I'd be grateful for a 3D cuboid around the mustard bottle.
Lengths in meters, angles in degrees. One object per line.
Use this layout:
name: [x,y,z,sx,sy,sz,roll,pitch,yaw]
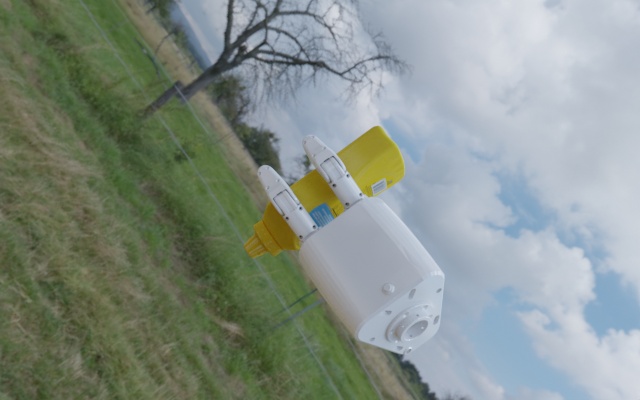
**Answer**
mustard bottle: [0.000,0.001,0.521,0.191,0.058,0.096,-35,-19,-2]
